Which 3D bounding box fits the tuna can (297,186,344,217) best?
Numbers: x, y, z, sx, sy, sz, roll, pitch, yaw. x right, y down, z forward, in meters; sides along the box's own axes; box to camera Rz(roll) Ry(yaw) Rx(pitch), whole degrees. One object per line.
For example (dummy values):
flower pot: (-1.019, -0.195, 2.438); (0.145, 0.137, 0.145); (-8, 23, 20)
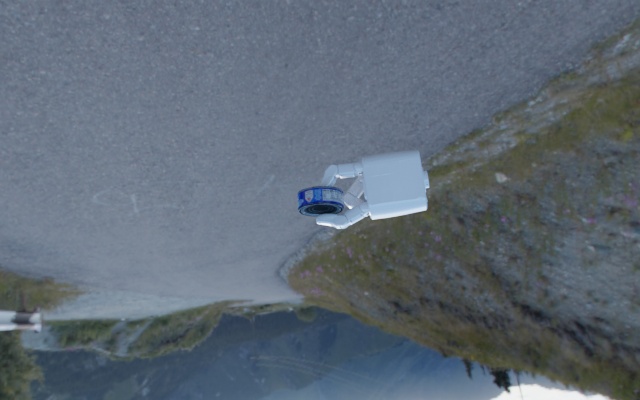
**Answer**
tuna can: (0.000, 0.003, 0.879); (0.086, 0.033, 0.086); (-2, -18, -1)
